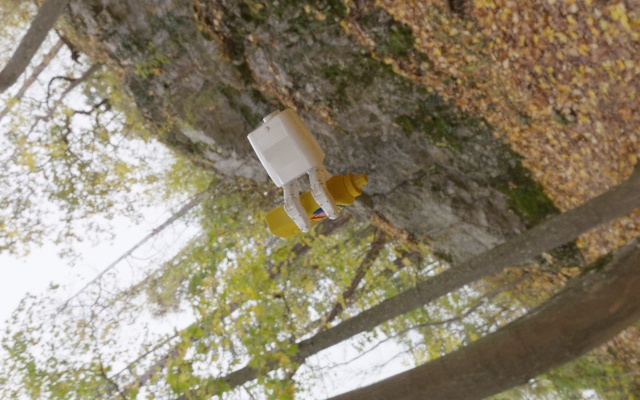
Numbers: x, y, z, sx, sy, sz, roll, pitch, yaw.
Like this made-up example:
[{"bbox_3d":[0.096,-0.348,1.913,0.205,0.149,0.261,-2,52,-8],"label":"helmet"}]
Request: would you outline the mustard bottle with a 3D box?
[{"bbox_3d":[0.000,0.003,0.848,0.192,0.058,0.096,-29,-15,24],"label":"mustard bottle"}]
